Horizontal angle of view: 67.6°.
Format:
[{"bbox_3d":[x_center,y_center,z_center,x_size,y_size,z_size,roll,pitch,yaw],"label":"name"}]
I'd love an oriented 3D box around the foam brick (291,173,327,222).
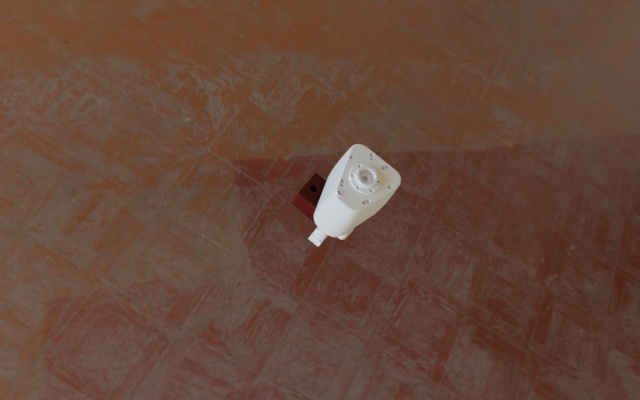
[{"bbox_3d":[0.000,0.003,0.806,0.078,0.053,0.051,39,-27,2],"label":"foam brick"}]
